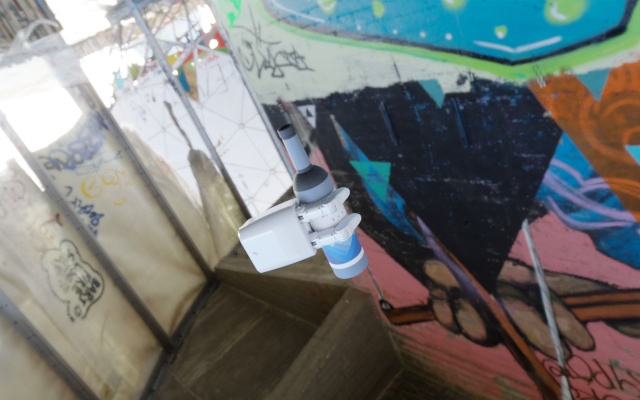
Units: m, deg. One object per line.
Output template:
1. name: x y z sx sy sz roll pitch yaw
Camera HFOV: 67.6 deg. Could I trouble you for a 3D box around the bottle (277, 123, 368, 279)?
1. bottle: 0.000 0.003 0.829 0.069 0.296 0.069 -21 25 10
